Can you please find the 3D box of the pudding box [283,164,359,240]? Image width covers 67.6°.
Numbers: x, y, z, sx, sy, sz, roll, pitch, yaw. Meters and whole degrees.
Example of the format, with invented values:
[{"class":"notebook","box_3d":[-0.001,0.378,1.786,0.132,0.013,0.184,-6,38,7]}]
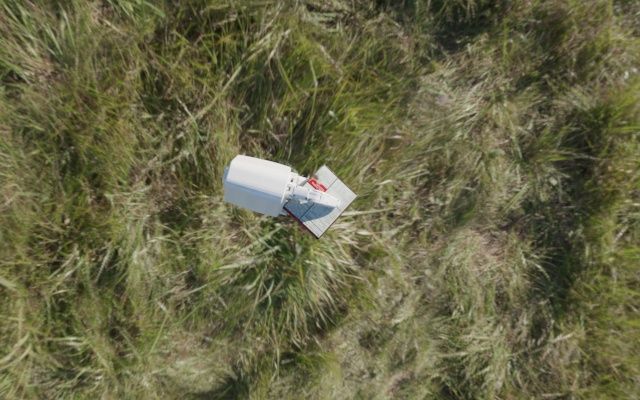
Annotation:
[{"class":"pudding box","box_3d":[0.000,0.003,0.878,0.090,0.113,0.039,43,-7,-1]}]
